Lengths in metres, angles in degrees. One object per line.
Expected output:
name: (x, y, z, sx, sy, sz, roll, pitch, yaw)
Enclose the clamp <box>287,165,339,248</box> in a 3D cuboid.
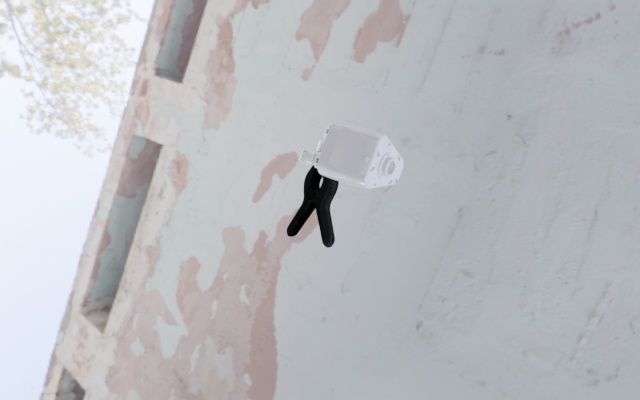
clamp: (0.001, 0.003, 0.880, 0.120, 0.171, 0.039, 22, 9, 40)
